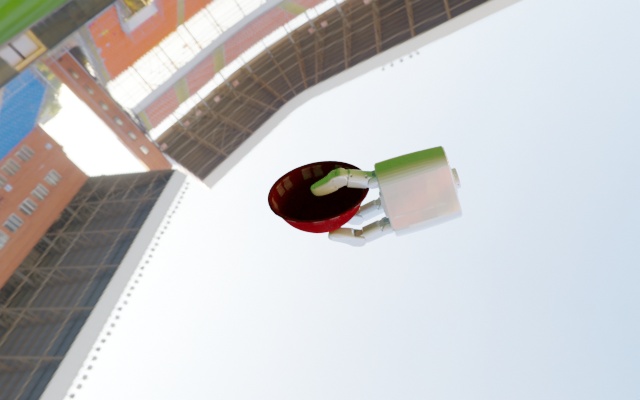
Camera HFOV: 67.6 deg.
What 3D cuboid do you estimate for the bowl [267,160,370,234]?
[{"bbox_3d":[-0.001,0.003,0.756,0.162,0.055,0.162,-7,36,6],"label":"bowl"}]
